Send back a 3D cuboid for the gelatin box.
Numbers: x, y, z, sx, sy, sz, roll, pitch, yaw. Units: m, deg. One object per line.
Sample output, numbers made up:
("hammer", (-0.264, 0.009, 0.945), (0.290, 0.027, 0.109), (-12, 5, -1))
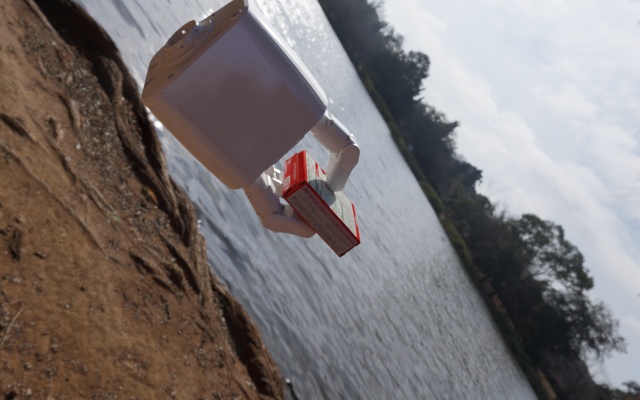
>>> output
("gelatin box", (0.001, 0.002, 0.470), (0.030, 0.089, 0.073), (-36, 25, 16))
